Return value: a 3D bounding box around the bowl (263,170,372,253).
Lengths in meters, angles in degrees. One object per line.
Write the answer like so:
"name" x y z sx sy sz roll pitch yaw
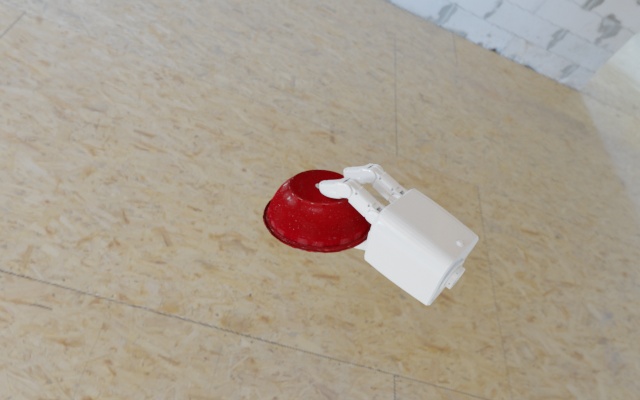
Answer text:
"bowl" -0.001 0.001 0.672 0.162 0.055 0.162 3 34 -2
